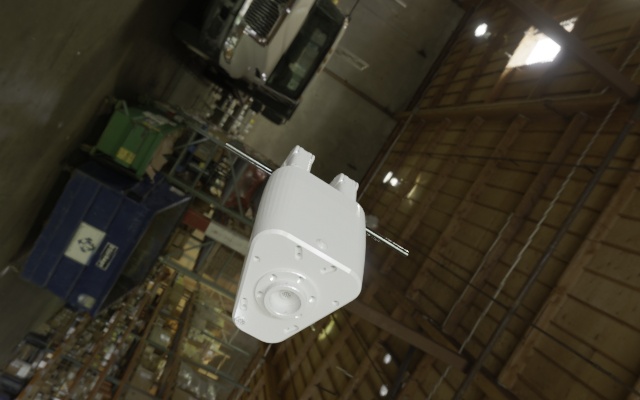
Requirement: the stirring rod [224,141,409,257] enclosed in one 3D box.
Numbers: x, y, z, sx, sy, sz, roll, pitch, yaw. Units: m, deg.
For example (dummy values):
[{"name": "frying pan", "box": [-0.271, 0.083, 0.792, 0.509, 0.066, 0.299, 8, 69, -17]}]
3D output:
[{"name": "stirring rod", "box": [0.000, 0.002, 0.531, 0.239, 0.011, 0.011, 31, -8, -13]}]
